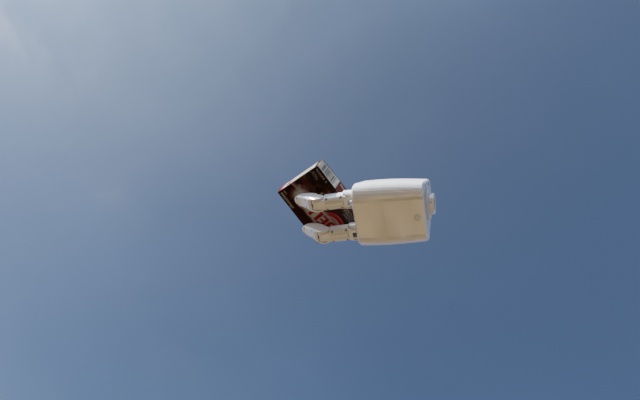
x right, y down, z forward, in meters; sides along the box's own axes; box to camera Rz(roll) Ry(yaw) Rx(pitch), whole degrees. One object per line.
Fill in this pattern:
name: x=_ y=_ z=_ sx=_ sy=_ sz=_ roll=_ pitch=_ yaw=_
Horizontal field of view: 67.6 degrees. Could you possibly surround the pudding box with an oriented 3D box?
pudding box: x=0.000 y=0.002 z=0.778 sx=0.090 sy=0.113 sz=0.039 roll=-32 pitch=9 yaw=29
